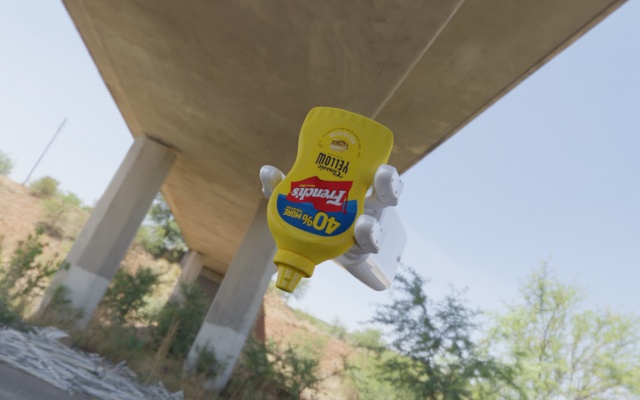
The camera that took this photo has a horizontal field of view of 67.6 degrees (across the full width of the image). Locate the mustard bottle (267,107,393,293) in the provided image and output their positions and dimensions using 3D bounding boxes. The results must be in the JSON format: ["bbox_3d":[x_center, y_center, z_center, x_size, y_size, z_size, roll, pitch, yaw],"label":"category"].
[{"bbox_3d":[0.000,0.001,0.483,0.096,0.191,0.058,20,-19,8],"label":"mustard bottle"}]
